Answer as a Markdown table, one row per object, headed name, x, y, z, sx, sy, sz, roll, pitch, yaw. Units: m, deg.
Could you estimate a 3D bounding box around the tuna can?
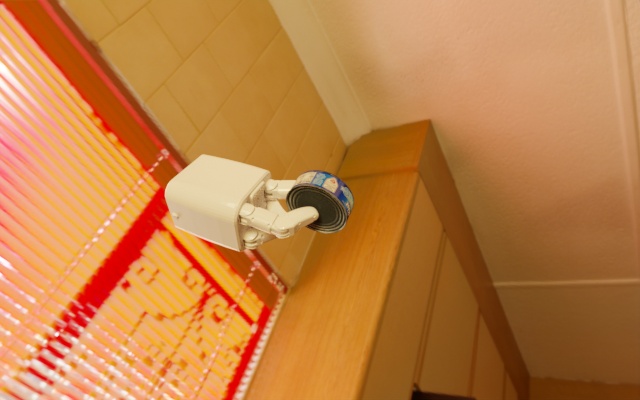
| name | x | y | z | sx | sy | sz | roll | pitch | yaw |
| --- | --- | --- | --- | --- | --- | --- | --- | --- | --- |
| tuna can | 0.000 | 0.002 | 0.625 | 0.086 | 0.086 | 0.033 | 0 | 42 | 32 |
